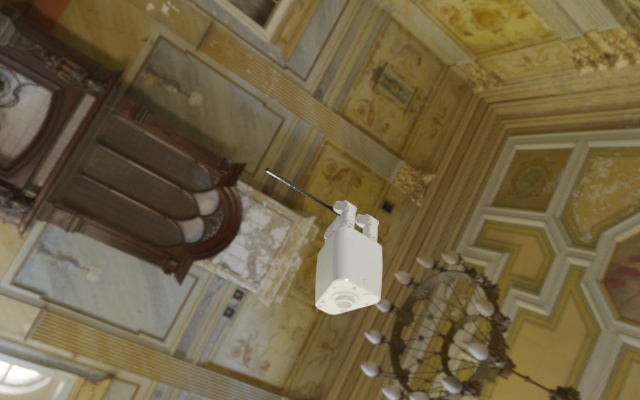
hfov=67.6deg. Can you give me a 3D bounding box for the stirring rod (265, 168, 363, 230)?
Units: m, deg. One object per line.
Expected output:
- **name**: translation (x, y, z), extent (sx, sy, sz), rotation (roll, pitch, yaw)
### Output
- **stirring rod**: translation (0.000, 0.003, 0.876), extent (0.239, 0.011, 0.011), rotation (31, -14, -25)
